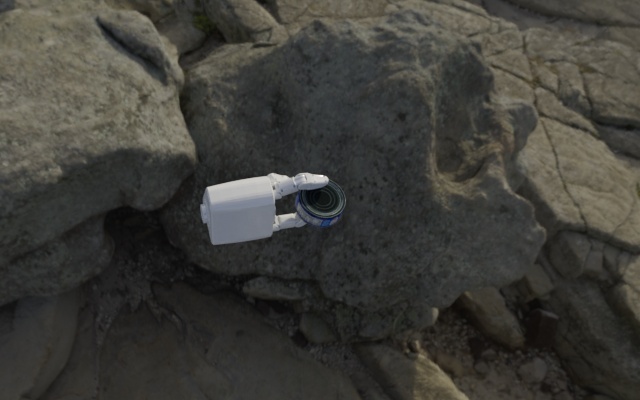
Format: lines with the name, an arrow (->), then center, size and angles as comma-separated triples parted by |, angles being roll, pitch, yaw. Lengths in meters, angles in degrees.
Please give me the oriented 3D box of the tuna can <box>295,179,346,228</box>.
tuna can -> 0.000, 0.002, 0.833 | 0.086, 0.086, 0.034 | 0, -32, -17
